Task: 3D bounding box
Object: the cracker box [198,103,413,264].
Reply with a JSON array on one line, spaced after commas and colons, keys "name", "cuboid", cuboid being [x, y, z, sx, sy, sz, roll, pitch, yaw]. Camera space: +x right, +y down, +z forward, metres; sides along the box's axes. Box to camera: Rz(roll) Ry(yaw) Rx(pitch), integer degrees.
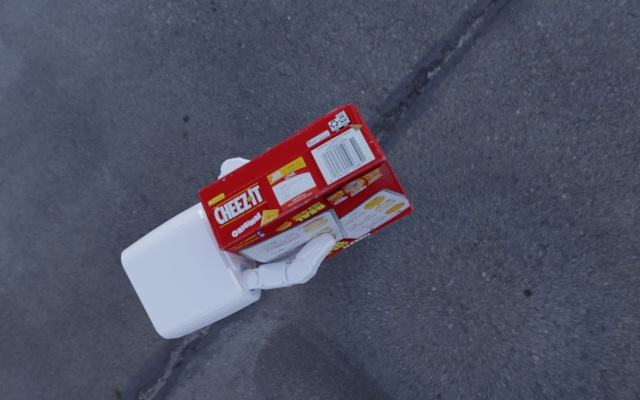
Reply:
[{"name": "cracker box", "cuboid": [0.000, 0.002, 0.504, 0.164, 0.072, 0.214, -30, -19, 9]}]
